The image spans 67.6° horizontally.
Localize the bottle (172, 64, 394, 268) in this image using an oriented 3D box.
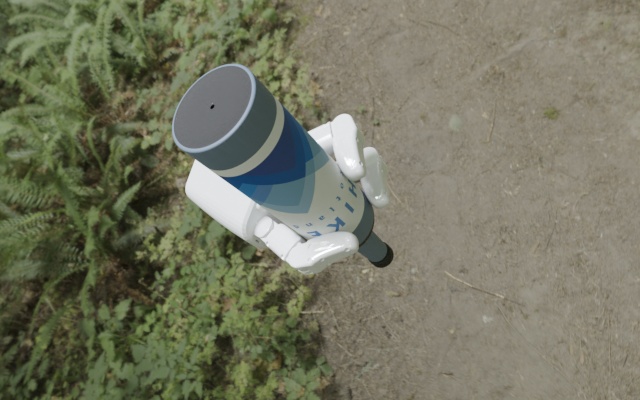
[{"bbox_3d":[0.000,0.001,0.416,0.069,0.069,0.296,0,-24,31],"label":"bottle"}]
